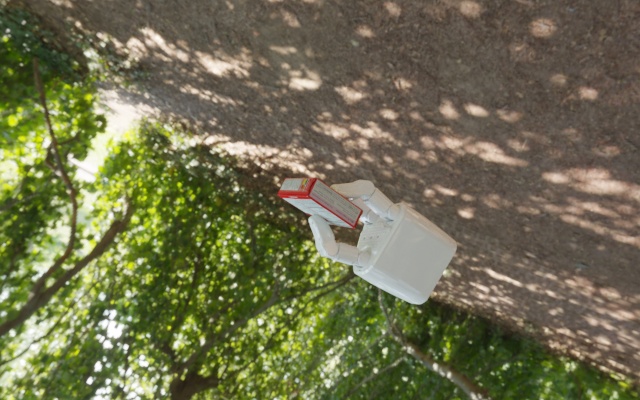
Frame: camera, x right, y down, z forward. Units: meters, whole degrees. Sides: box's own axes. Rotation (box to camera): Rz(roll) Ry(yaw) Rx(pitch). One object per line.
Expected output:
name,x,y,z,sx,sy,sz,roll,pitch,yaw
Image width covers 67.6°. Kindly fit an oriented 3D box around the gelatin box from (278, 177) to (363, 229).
gelatin box,0.000,0.002,0.621,0.089,0.030,0.073,33,-16,-31
